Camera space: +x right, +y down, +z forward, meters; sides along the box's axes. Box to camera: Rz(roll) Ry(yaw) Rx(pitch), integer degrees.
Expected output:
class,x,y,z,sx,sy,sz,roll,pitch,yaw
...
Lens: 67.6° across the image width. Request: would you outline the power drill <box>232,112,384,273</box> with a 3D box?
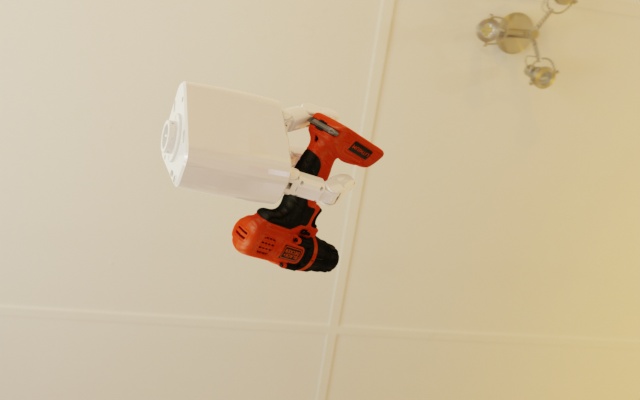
class,x,y,z,sx,sy,sz,roll,pitch,yaw
power drill,0.000,0.001,0.586,0.057,0.187,0.184,33,6,37
